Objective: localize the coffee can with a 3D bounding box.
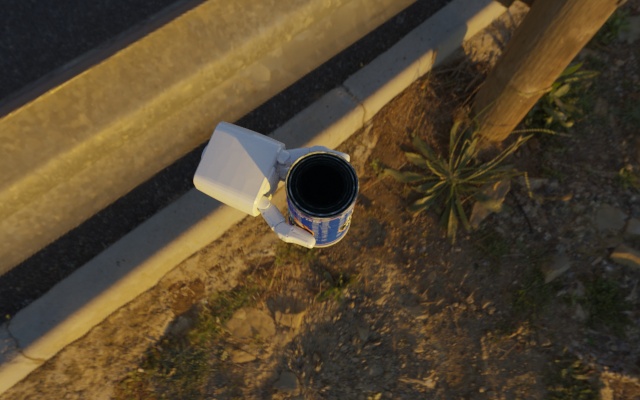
[{"bbox_3d":[0.000,0.003,0.718,0.103,0.102,0.140,0,-21,-2],"label":"coffee can"}]
